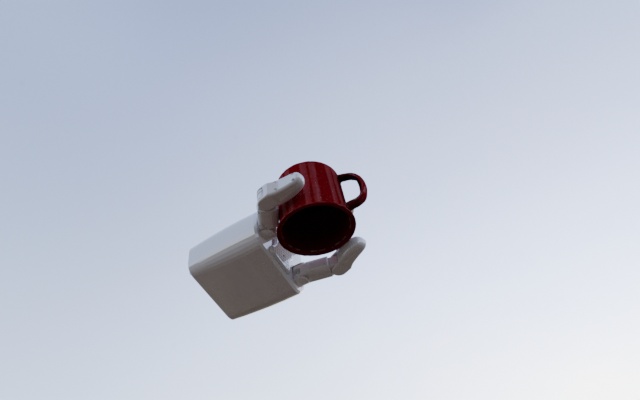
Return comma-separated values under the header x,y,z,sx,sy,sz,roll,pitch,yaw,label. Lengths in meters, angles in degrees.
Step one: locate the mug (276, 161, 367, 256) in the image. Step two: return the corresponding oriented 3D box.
x,y,z,sx,sy,sz,roll,pitch,yaw,label
0.001,0.001,0.573,0.117,0.081,0.093,-26,-46,13,mug
